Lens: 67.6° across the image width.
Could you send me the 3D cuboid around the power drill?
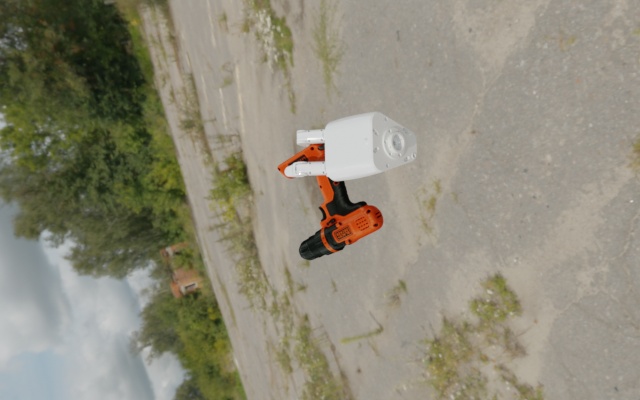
[{"bbox_3d":[0.000,0.002,0.854,0.184,0.187,0.057,-29,-1,32],"label":"power drill"}]
